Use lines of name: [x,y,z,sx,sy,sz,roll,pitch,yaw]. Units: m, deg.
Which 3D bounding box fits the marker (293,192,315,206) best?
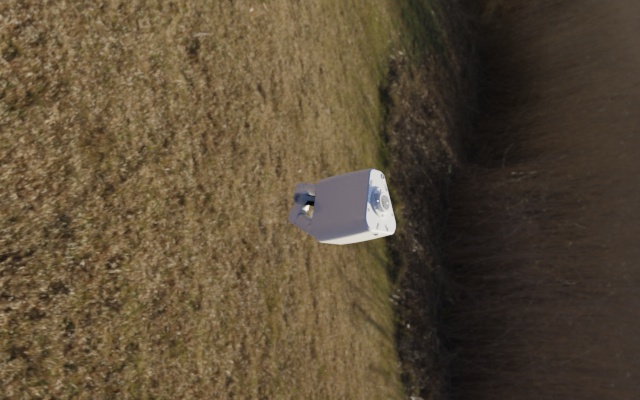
marker: [0.000,0.003,0.823,0.020,0.020,0.121,0,-7,39]
